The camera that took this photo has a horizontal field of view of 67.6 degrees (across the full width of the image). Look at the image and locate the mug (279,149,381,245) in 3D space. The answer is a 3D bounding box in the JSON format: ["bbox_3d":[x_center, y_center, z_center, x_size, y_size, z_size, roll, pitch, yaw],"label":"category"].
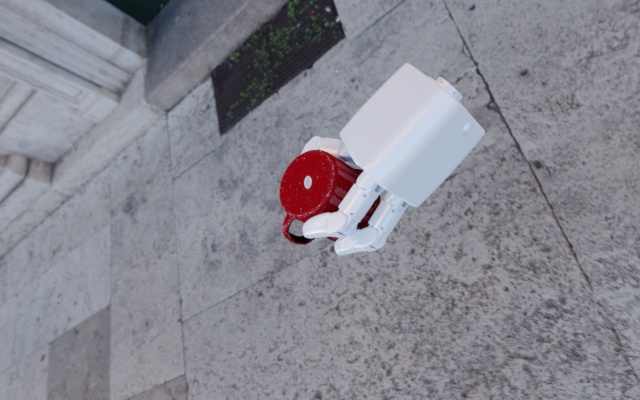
[{"bbox_3d":[-0.001,0.003,0.546,0.081,0.117,0.093,27,19,-46],"label":"mug"}]
